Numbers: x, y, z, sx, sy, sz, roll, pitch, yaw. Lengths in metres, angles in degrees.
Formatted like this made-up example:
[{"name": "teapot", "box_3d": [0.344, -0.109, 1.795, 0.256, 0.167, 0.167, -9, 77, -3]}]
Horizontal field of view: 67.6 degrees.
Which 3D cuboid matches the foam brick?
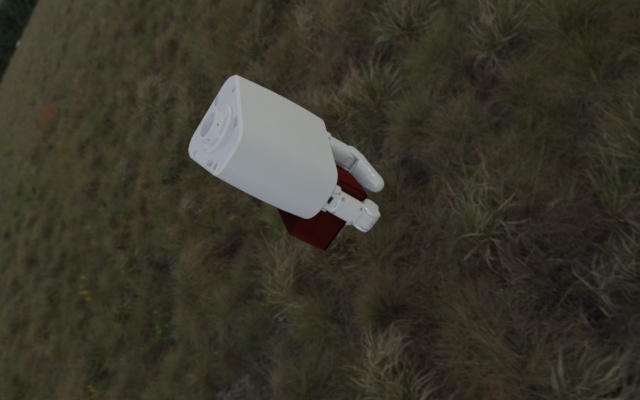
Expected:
[{"name": "foam brick", "box_3d": [0.000, 0.002, 0.502, 0.051, 0.078, 0.053, 25, 19, -33]}]
